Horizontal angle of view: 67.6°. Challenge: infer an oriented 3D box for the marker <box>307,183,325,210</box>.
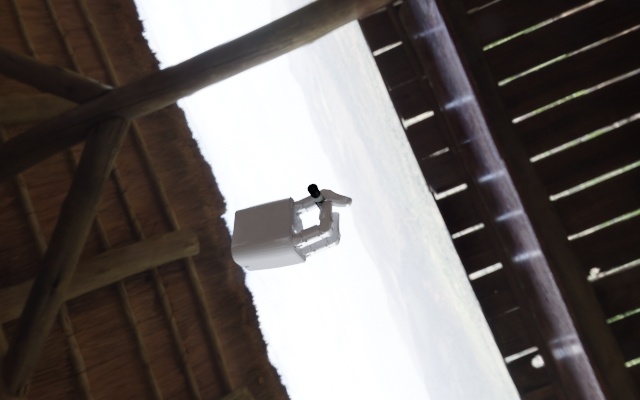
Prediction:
[{"bbox_3d":[0.000,0.003,0.799,0.020,0.020,0.121,0,-23,15],"label":"marker"}]
